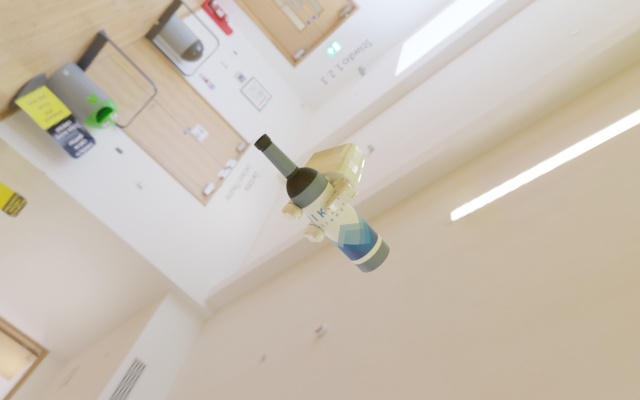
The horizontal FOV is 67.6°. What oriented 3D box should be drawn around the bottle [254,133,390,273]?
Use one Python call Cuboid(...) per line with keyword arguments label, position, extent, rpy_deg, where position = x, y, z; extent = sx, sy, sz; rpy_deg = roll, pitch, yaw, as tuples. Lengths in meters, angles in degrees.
Cuboid(label="bottle", position=(0.000, 0.003, 0.807), extent=(0.296, 0.069, 0.069), rpy_deg=(46, -17, -18))
